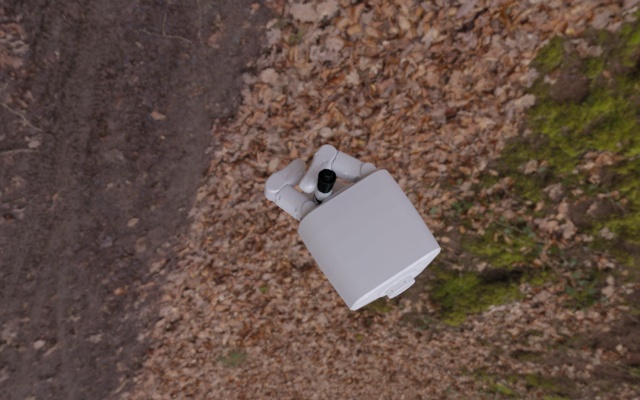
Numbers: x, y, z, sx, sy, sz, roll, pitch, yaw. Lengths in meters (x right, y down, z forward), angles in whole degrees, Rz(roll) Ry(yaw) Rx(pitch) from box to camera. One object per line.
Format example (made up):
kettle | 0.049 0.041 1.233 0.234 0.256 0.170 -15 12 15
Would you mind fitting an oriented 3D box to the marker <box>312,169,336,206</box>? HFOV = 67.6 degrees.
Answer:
marker | 0.000 0.002 0.524 0.020 0.020 0.121 0 -28 -9
